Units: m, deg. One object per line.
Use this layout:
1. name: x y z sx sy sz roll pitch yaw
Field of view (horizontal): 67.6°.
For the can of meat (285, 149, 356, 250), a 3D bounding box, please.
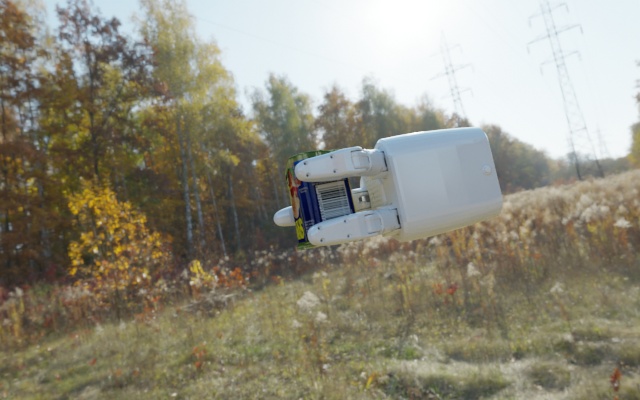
1. can of meat: 0.000 0.001 0.460 0.057 0.084 0.102 -11 -5 -8
